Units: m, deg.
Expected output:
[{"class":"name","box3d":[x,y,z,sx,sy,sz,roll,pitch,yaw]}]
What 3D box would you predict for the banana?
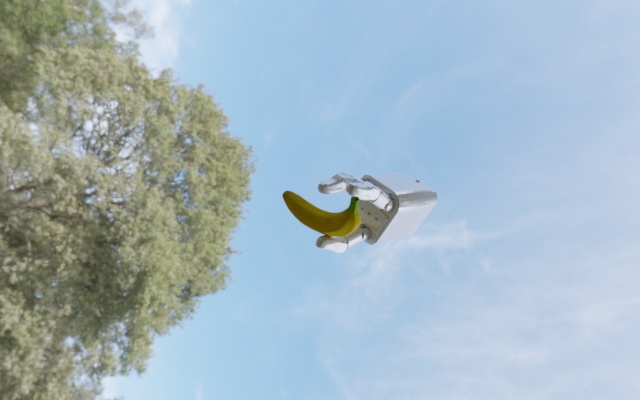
[{"class":"banana","box3d":[0.004,0.021,0.761,0.037,0.069,0.198,-11,10,-37]}]
